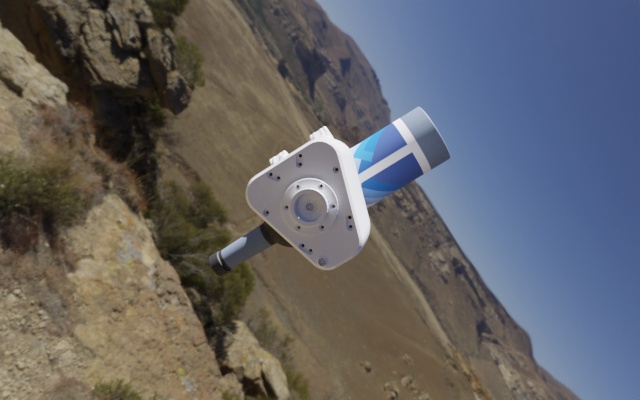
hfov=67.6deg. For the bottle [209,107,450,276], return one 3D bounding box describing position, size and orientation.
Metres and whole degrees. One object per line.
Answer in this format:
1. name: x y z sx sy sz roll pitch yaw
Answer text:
1. bottle: 0.000 0.002 0.543 0.296 0.069 0.069 -31 -5 8
